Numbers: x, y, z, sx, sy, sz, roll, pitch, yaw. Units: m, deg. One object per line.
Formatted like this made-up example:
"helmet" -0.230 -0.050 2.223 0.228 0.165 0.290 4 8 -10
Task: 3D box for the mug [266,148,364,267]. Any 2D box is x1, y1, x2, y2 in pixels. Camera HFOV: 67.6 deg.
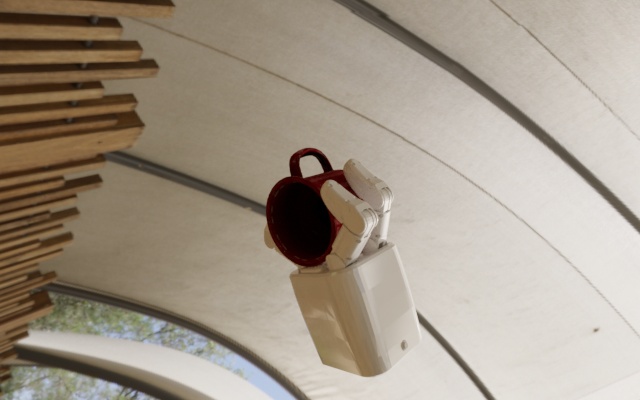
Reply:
"mug" 0.000 0.000 0.501 0.093 0.117 0.081 -16 2 42
